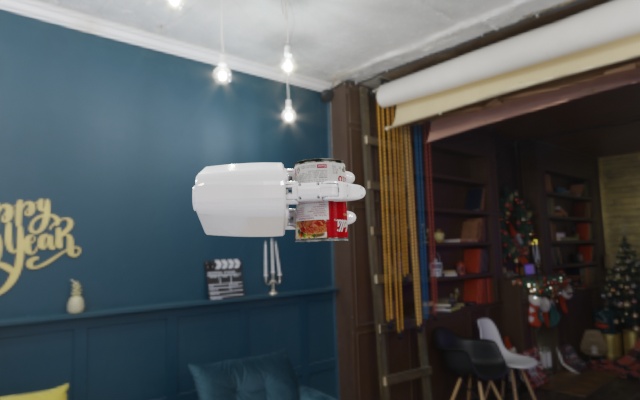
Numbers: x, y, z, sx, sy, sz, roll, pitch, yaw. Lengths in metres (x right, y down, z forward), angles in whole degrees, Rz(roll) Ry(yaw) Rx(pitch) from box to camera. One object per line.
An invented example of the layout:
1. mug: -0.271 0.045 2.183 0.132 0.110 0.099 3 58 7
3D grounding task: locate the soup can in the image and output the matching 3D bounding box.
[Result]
1. soup can: 0.001 0.002 0.615 0.068 0.102 0.068 -2 -6 0
